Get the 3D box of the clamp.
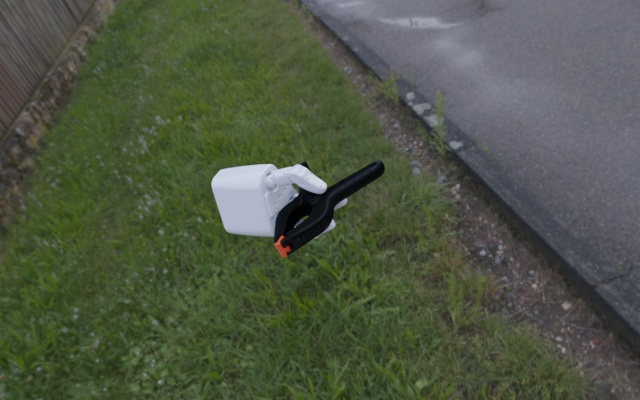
[{"bbox_3d":[-0.001,0.002,0.734,0.164,0.036,0.210,-4,39,32],"label":"clamp"}]
